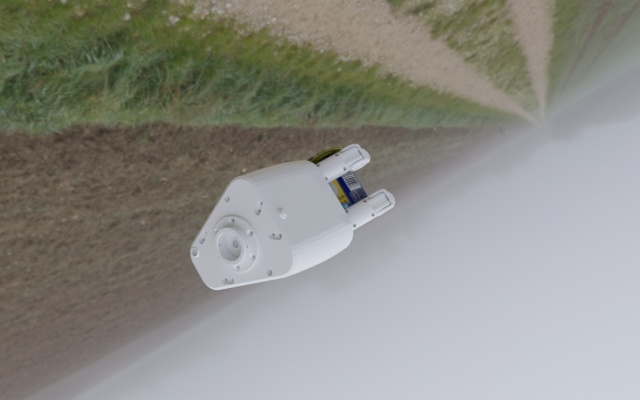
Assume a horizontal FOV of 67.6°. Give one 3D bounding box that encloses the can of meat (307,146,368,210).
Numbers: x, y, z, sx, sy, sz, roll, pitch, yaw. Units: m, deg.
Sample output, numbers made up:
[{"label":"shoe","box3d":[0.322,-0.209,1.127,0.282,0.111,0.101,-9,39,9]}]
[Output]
[{"label":"can of meat","box3d":[0.000,0.002,0.535,0.102,0.084,0.057,-34,-8,26]}]
